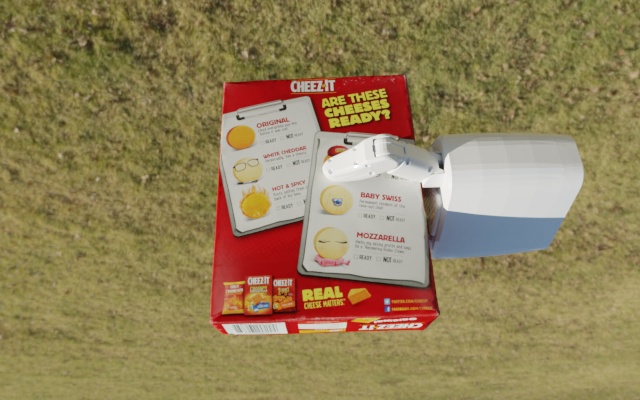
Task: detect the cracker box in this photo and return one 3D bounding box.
[{"bbox_3d":[0.000,0.001,0.404,0.164,0.213,0.072,-2,-26,-1],"label":"cracker box"}]
